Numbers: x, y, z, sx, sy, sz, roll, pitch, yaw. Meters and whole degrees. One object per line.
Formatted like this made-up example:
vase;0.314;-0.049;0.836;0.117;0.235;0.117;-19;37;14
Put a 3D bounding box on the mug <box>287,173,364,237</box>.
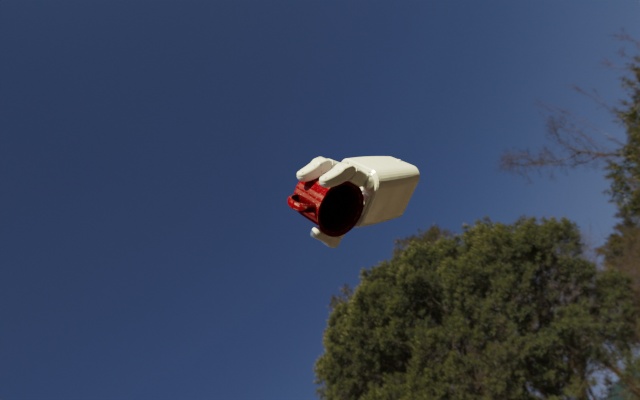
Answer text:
mug;-0.001;0.003;0.769;0.117;0.093;0.081;-8;24;-36
